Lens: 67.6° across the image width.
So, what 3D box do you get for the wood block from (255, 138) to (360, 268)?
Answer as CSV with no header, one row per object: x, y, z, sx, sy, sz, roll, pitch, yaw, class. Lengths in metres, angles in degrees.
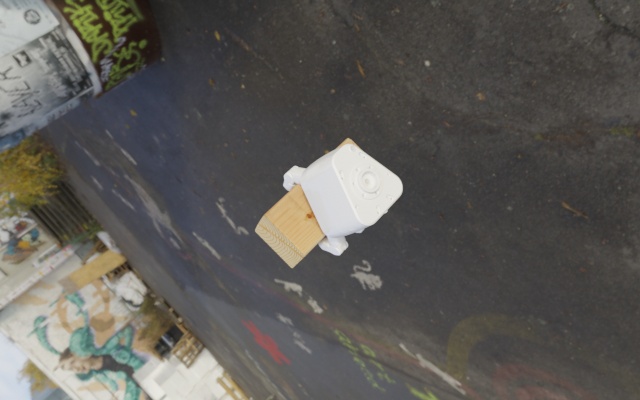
0.000,0.002,0.798,0.206,0.091,0.090,-44,-3,-26,wood block
